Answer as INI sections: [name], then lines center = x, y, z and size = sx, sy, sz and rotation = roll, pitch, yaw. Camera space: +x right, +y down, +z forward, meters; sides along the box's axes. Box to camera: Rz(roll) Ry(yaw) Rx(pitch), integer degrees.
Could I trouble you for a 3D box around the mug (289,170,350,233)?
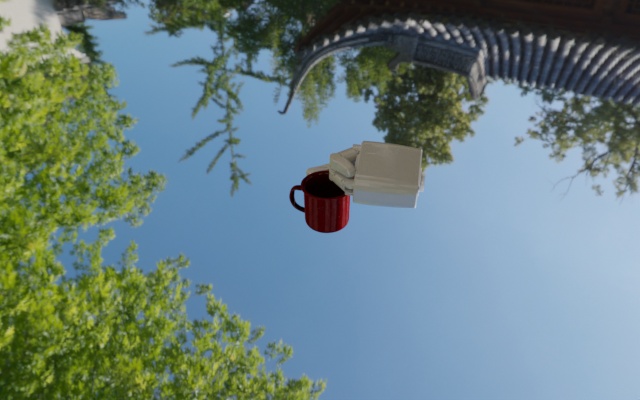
[mug]
center = -0.001, 0.003, 0.860
size = 0.117, 0.082, 0.093
rotation = 7, 36, 11
